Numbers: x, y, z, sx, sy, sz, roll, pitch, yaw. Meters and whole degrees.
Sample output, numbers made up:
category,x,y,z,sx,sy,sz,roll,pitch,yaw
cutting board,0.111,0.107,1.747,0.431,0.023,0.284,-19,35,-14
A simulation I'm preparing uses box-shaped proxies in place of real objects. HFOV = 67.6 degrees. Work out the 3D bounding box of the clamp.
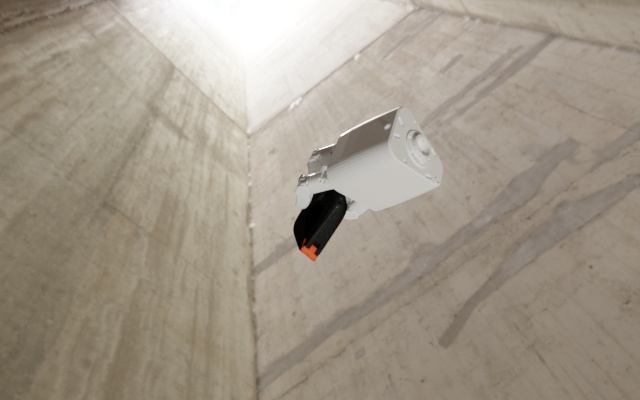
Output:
category,x,y,z,sx,sy,sz,roll,pitch,yaw
clamp,0.001,0.003,0.711,0.036,0.209,0.164,41,-41,-23
